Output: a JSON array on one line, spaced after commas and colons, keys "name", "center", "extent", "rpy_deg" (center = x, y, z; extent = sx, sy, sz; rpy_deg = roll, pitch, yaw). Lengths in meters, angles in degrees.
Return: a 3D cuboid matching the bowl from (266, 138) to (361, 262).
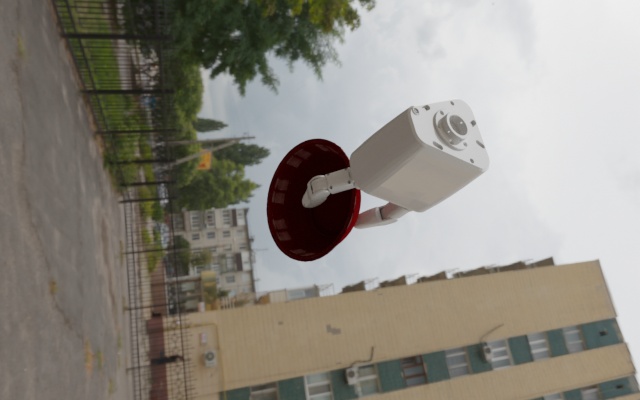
[{"name": "bowl", "center": [-0.001, 0.002, 0.637], "extent": [0.162, 0.162, 0.055], "rpy_deg": [0, -9, 43]}]
